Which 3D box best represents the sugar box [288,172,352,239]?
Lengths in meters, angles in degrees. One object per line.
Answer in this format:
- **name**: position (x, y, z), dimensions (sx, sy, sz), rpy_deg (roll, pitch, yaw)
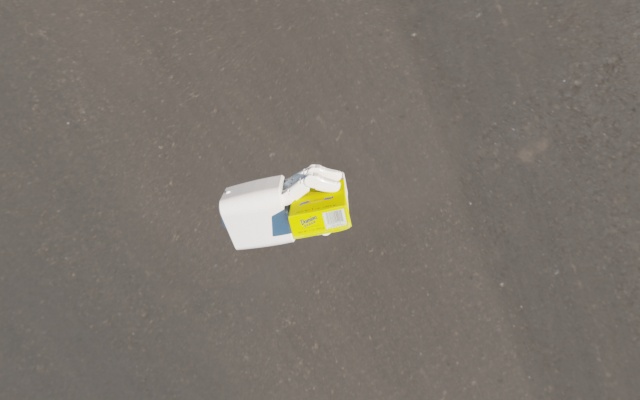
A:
- **sugar box**: position (0.000, 0.002, 0.803), dimensions (0.093, 0.048, 0.176), rpy_deg (-11, 22, 4)
